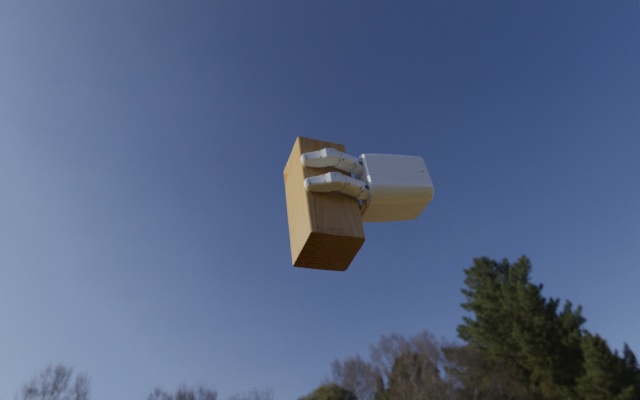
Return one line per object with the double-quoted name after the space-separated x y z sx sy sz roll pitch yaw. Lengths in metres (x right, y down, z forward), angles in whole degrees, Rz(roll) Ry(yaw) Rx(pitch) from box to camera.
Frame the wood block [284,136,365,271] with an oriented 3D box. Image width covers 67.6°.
0.000 0.003 0.780 0.090 0.206 0.091 8 -44 -18 "wood block"
